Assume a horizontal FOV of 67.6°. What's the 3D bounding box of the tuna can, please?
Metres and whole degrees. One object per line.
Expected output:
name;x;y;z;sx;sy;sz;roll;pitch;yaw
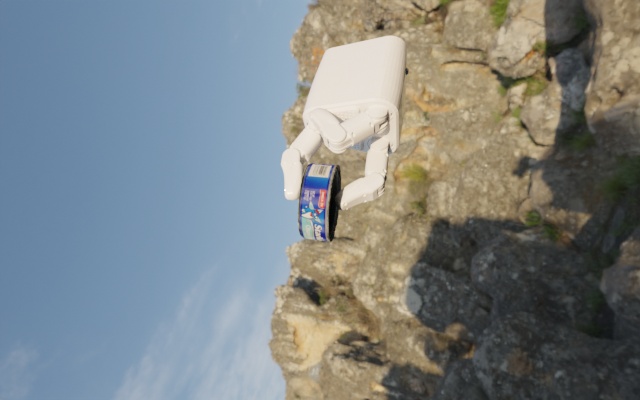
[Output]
tuna can;0.000;0.002;0.530;0.034;0.086;0.086;6;1;9
